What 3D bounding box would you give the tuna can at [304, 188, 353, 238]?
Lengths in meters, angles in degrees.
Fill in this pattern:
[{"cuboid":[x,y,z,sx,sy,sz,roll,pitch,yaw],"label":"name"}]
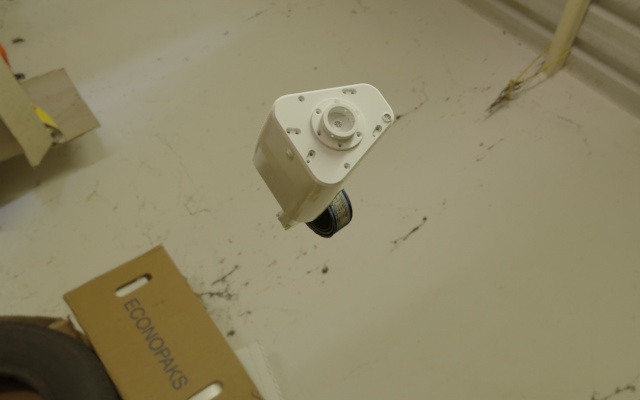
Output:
[{"cuboid":[0.001,0.002,0.590,0.033,0.086,0.086,-34,16,-25],"label":"tuna can"}]
